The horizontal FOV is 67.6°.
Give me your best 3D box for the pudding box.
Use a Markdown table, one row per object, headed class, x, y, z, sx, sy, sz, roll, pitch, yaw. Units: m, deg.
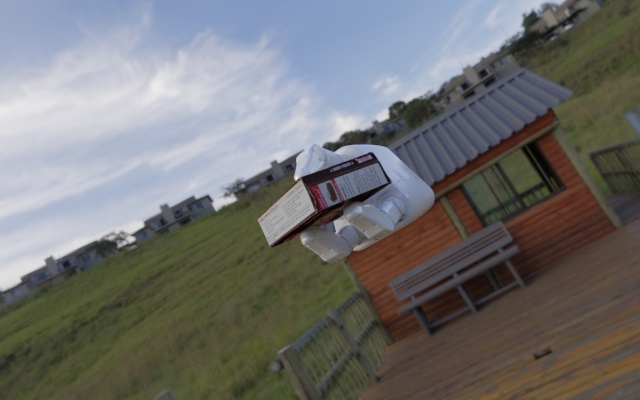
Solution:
| class | x | y | z | sx | sy | sz | roll | pitch | yaw |
| --- | --- | --- | --- | --- | --- | --- | --- | --- | --- |
| pudding box | 0.000 | 0.001 | 0.463 | 0.090 | 0.039 | 0.113 | -23 | -11 | -33 |
